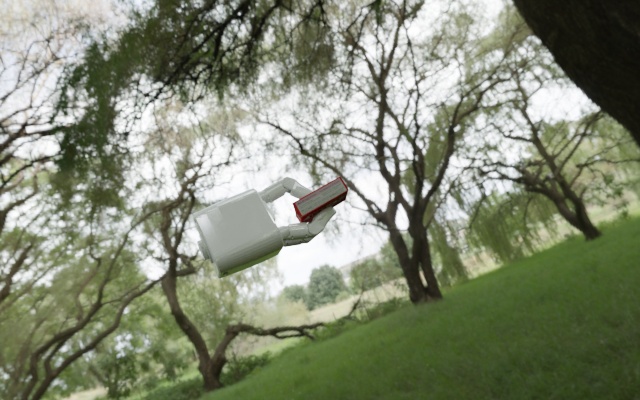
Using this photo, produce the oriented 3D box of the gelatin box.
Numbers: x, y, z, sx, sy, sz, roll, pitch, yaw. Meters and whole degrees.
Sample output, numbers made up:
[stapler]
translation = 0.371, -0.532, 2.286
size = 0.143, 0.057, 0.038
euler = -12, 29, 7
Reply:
[gelatin box]
translation = 0.000, 0.002, 0.771
size = 0.089, 0.030, 0.073
euler = -30, -10, -6
